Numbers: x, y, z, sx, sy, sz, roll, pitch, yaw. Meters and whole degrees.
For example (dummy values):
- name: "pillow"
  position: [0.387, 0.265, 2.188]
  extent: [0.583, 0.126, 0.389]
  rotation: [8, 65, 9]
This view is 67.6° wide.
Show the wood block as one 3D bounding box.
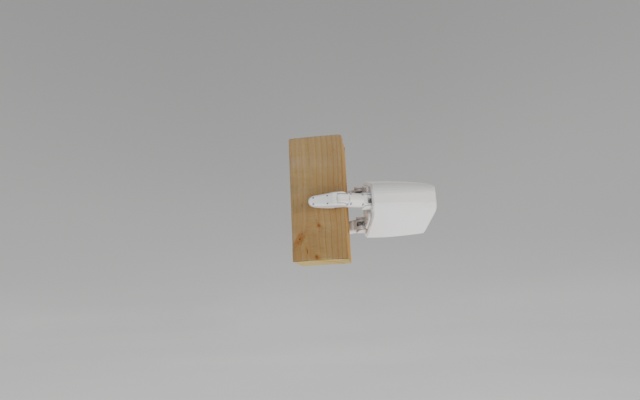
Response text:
- name: "wood block"
  position: [0.000, 0.003, 0.813]
  extent: [0.090, 0.206, 0.091]
  rotation: [-4, -12, 7]
